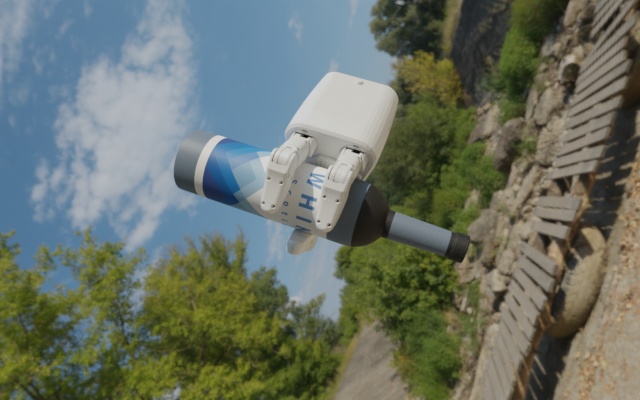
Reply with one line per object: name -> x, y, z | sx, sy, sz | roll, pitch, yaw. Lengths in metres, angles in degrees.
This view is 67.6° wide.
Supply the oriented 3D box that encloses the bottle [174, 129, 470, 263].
bottle -> 0.000, 0.002, 0.479 | 0.295, 0.069, 0.069 | 18, 3, 11
